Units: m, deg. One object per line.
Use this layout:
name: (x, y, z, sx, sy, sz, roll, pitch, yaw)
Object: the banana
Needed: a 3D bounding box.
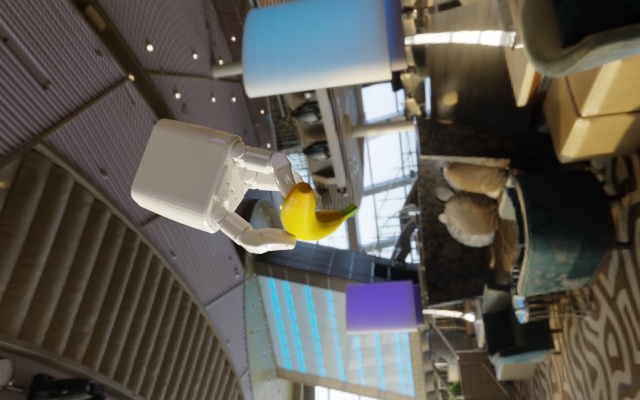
banana: (-0.010, 0.017, 0.551, 0.037, 0.069, 0.198, 39, 6, 17)
